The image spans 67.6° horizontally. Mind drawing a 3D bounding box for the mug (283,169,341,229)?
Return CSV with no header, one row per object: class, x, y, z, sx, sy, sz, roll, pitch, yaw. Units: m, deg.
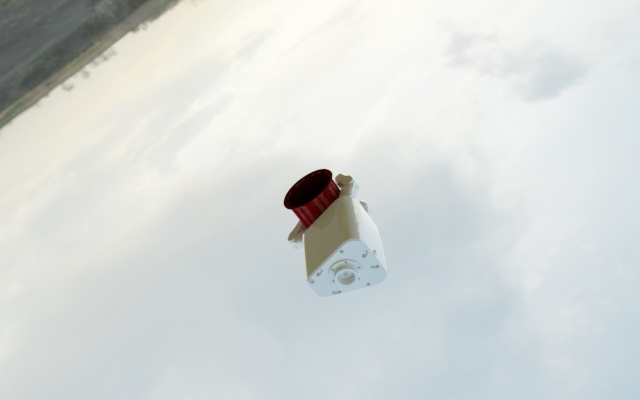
mug,0.000,0.002,0.784,0.093,0.081,0.117,-29,29,15
